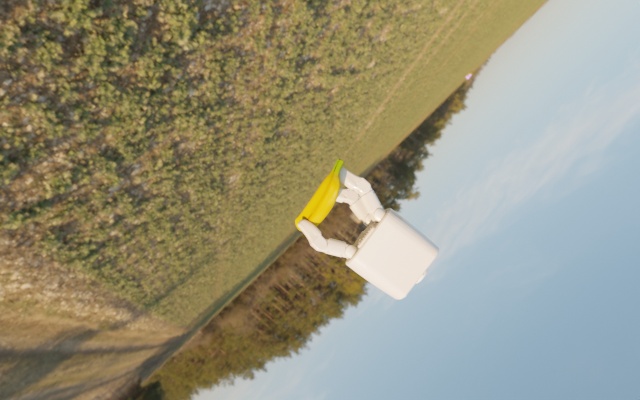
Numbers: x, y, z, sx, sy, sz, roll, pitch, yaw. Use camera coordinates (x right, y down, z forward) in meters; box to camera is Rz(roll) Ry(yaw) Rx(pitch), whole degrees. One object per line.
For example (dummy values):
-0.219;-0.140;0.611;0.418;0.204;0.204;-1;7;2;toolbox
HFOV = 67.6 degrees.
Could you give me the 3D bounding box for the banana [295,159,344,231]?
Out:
-0.006;0.013;0.795;0.037;0.069;0.198;34;-38;-3;banana
